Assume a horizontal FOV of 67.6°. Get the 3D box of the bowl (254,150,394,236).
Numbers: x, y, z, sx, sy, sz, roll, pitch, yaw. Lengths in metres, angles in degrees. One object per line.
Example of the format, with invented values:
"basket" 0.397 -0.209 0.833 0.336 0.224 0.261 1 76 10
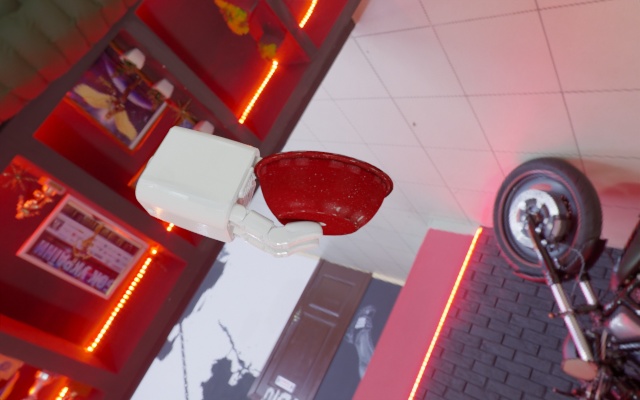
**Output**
"bowl" 0.001 0.002 0.541 0.162 0.055 0.162 6 -19 2
